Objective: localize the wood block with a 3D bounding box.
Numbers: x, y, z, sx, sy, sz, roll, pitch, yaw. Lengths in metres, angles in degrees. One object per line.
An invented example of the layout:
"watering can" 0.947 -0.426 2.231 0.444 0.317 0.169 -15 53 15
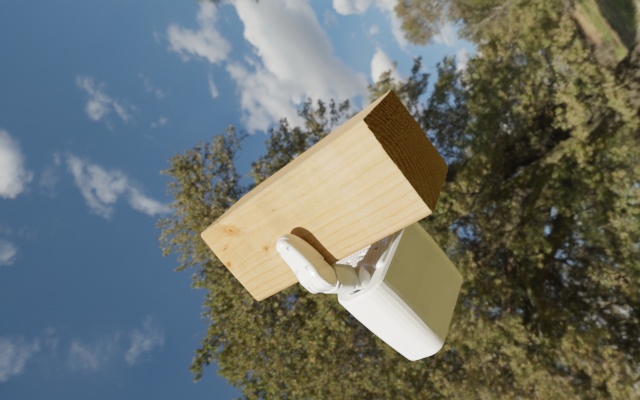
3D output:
"wood block" 0.000 0.002 0.440 0.206 0.090 0.090 -32 11 33
